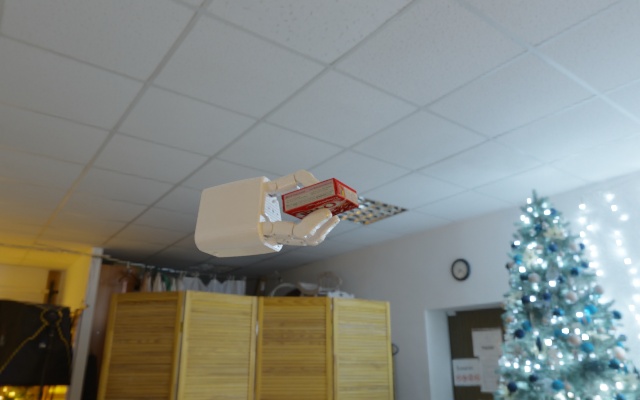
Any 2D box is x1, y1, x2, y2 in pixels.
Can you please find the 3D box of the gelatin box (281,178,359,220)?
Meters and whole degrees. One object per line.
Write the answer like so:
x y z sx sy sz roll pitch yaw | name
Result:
0.000 0.002 0.686 0.089 0.030 0.073 -19 -22 24 | gelatin box
